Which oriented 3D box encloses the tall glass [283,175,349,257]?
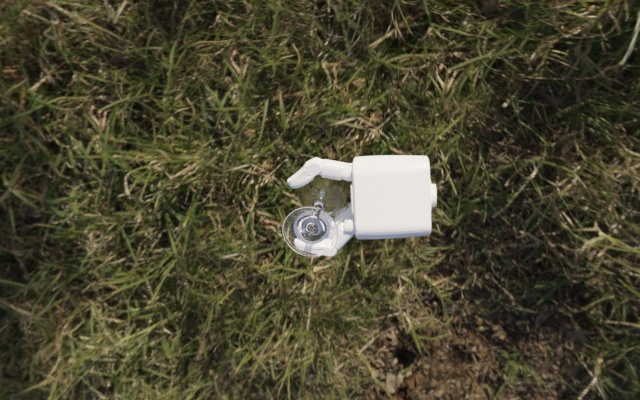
[{"bbox_3d":[0.000,0.003,0.716,0.079,0.079,0.201,0,23,8],"label":"tall glass"}]
